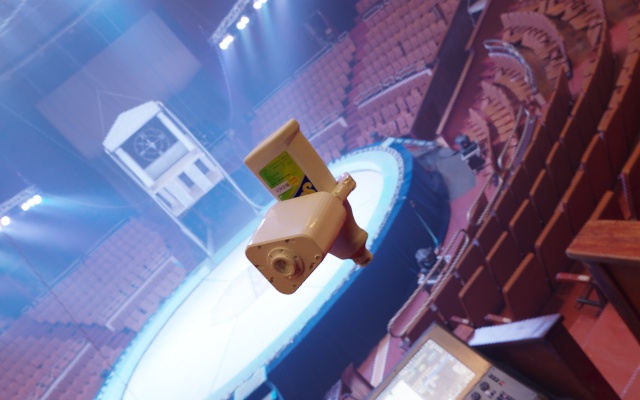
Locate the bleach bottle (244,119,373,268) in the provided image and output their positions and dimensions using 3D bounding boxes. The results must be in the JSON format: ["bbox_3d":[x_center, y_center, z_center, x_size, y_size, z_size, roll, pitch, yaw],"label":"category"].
[{"bbox_3d":[0.000,0.002,0.736,0.102,0.251,0.068,-32,16,32],"label":"bleach bottle"}]
